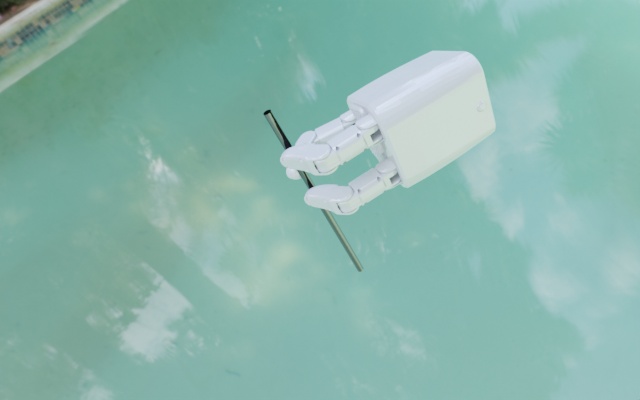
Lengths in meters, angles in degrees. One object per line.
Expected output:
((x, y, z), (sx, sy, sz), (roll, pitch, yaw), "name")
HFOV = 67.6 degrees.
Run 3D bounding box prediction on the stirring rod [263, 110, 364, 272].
((0.000, 0.002, 0.509), (0.011, 0.011, 0.240), (0, -43, 33), "stirring rod")
